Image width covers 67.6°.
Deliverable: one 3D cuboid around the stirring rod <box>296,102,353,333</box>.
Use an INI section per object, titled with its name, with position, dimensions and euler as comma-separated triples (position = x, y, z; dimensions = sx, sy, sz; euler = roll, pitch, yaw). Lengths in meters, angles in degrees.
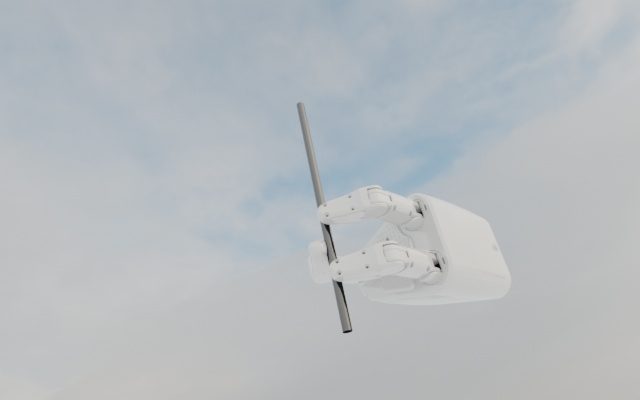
[stirring rod]
position = 0.000, 0.002, 0.434
dimensions = 0.011, 0.239, 0.011
euler = -9, -31, -5
